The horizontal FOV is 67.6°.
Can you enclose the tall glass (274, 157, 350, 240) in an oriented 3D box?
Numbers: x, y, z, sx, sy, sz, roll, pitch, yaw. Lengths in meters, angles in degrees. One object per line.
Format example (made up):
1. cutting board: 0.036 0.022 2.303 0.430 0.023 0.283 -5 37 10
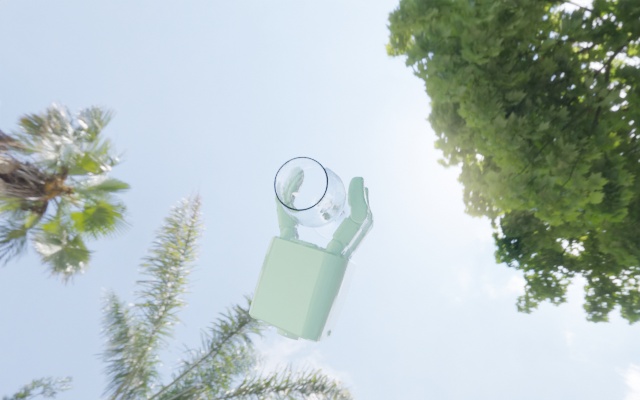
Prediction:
1. tall glass: 0.000 0.002 0.616 0.079 0.079 0.201 0 -12 13
